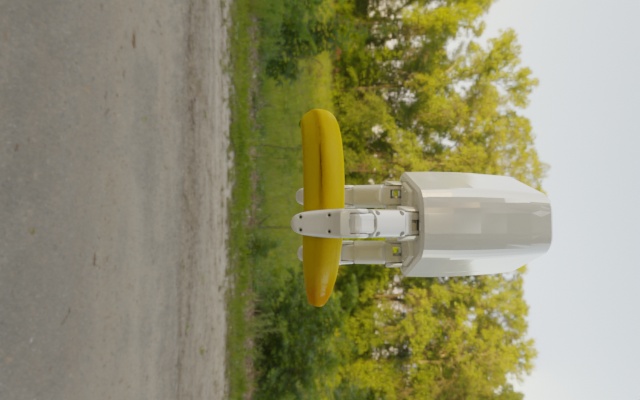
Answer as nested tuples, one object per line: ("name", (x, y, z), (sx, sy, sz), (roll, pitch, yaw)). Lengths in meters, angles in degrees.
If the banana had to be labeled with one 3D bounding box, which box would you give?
("banana", (0.001, -0.010, 0.422), (0.037, 0.197, 0.070), (0, -28, -5))
